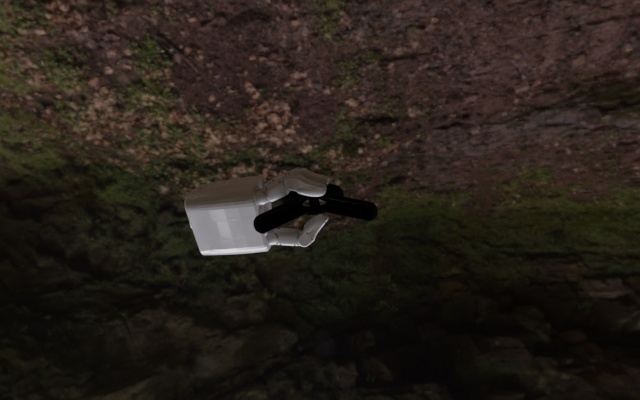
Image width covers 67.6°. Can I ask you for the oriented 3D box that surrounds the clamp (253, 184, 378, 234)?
[{"bbox_3d":[0.000,0.003,0.714,0.164,0.036,0.210,-4,14,6],"label":"clamp"}]
